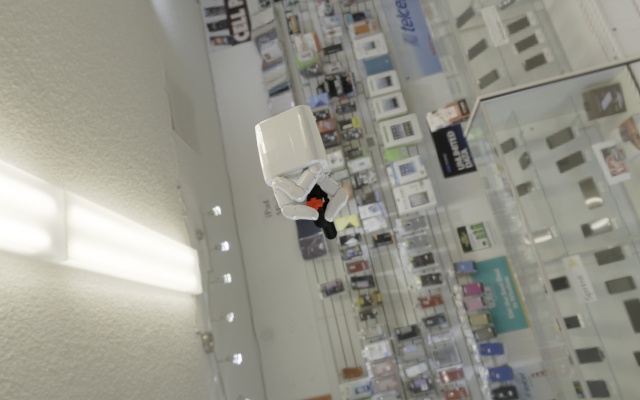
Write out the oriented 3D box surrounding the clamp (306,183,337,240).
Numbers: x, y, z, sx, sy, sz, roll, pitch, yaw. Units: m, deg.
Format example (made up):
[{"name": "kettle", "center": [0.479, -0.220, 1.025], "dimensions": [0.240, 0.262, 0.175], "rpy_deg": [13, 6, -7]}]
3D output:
[{"name": "clamp", "center": [0.000, 0.003, 0.885], "dimensions": [0.039, 0.120, 0.171], "rpy_deg": [-17, -15, 4]}]
